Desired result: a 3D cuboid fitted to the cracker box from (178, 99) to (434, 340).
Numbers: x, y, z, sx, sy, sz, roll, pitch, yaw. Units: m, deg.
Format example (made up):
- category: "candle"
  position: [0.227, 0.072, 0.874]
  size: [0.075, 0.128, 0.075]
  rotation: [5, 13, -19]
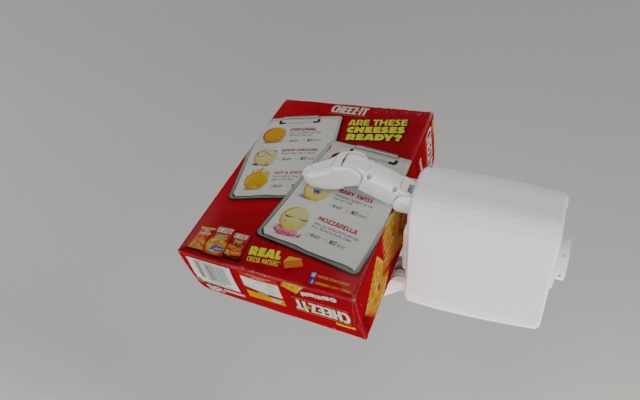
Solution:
- category: "cracker box"
  position: [0.000, 0.001, 0.446]
  size: [0.164, 0.213, 0.072]
  rotation: [11, -39, 24]
